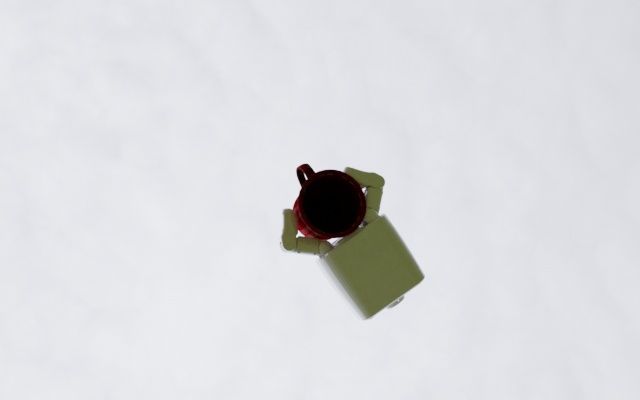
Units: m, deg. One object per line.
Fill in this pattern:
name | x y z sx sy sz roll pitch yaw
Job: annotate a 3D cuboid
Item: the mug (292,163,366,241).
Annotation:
mug | -0.001 0.001 0.664 0.093 0.117 0.081 -33 -3 -18
